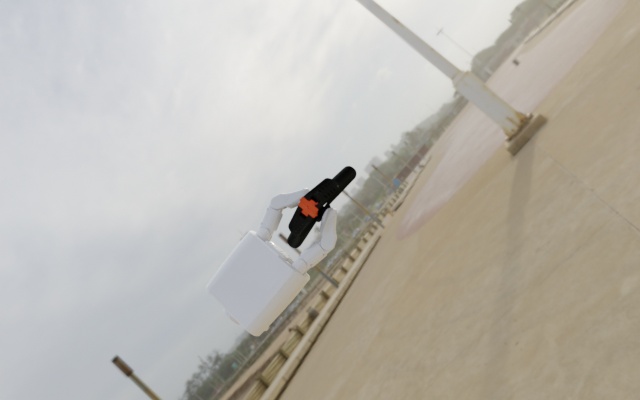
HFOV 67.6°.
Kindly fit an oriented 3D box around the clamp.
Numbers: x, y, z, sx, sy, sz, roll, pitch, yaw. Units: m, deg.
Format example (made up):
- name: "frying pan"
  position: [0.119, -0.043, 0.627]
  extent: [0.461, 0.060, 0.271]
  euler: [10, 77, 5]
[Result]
- name: "clamp"
  position: [-0.001, 0.002, 0.700]
  extent: [0.036, 0.164, 0.210]
  euler: [38, -4, 5]
